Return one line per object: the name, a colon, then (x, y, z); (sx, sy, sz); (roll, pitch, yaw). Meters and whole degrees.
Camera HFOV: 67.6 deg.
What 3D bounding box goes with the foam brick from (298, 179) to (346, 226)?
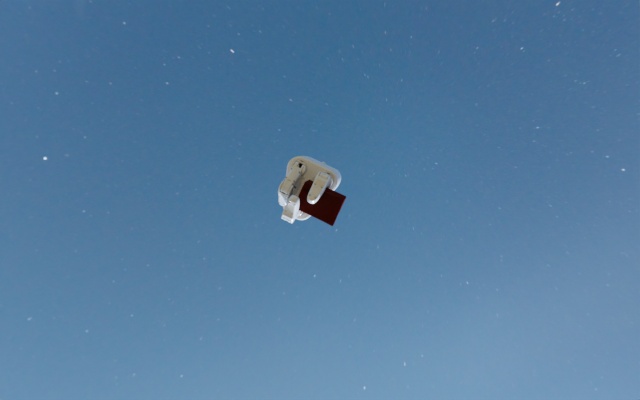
foam brick: (0.000, 0.003, 0.848); (0.078, 0.053, 0.051); (26, 10, 5)
